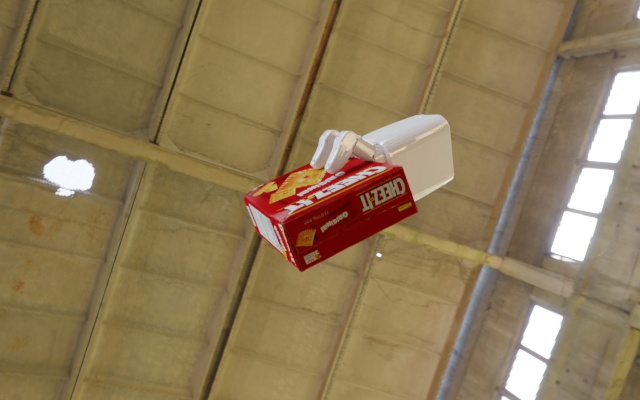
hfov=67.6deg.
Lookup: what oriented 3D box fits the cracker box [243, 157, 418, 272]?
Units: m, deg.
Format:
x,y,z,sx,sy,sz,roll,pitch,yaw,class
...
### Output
x,y,z,sx,sy,sz,roll,pitch,yaw,class
0.000,0.002,0.641,0.164,0.072,0.213,-26,17,-15,cracker box
